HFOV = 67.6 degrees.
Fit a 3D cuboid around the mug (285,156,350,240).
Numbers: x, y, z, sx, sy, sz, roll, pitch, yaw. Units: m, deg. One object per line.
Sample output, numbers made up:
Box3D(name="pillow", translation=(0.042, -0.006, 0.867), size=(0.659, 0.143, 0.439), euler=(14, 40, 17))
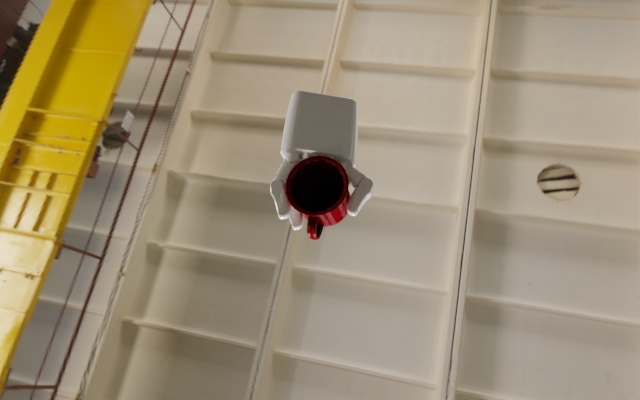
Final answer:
Box3D(name="mug", translation=(0.000, 0.004, 0.717), size=(0.093, 0.117, 0.081), euler=(4, -19, 12))
